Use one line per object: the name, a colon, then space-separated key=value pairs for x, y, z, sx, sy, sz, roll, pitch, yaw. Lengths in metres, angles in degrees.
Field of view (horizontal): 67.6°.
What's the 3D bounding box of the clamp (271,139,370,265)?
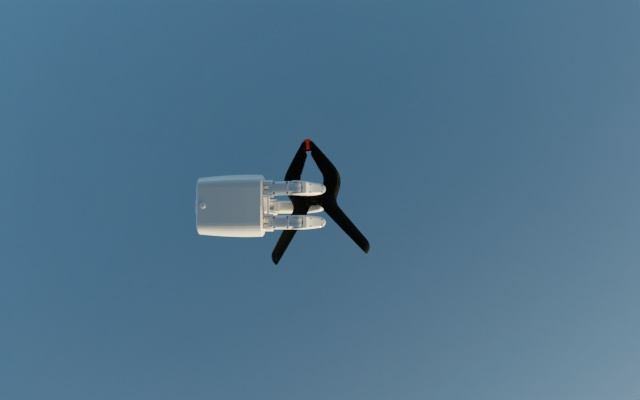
clamp: x=0.000 y=0.002 z=0.803 sx=0.164 sy=0.210 sz=0.036 roll=0 pitch=-1 yaw=-2
